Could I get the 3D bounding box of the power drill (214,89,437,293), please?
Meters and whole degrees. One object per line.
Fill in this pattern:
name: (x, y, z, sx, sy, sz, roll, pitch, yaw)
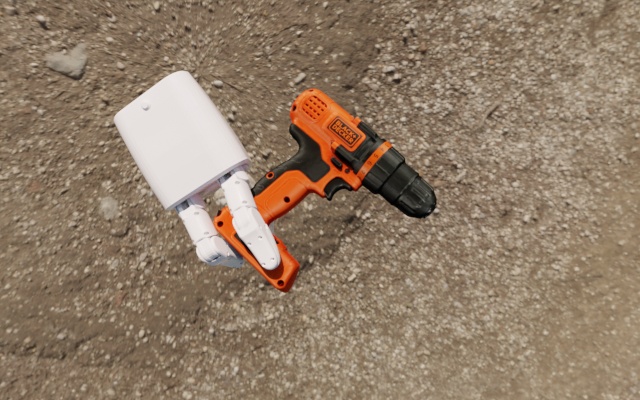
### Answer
power drill: (0.000, 0.002, 0.493, 0.184, 0.187, 0.057, 41, -7, 11)
